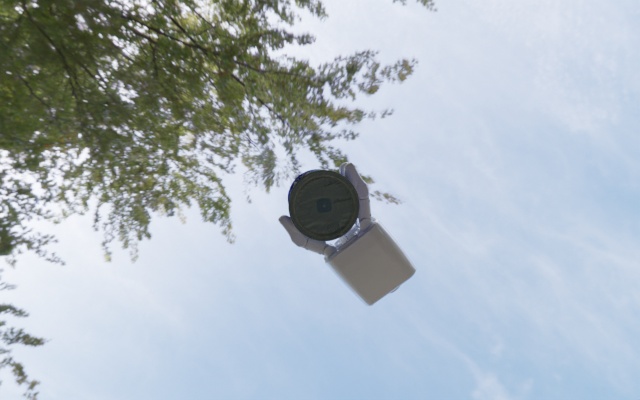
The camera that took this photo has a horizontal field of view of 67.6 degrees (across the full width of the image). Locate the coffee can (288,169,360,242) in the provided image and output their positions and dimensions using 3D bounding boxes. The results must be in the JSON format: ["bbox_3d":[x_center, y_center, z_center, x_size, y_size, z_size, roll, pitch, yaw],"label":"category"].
[{"bbox_3d":[0.000,0.002,0.747,0.103,0.103,0.140,0,5,-4],"label":"coffee can"}]
